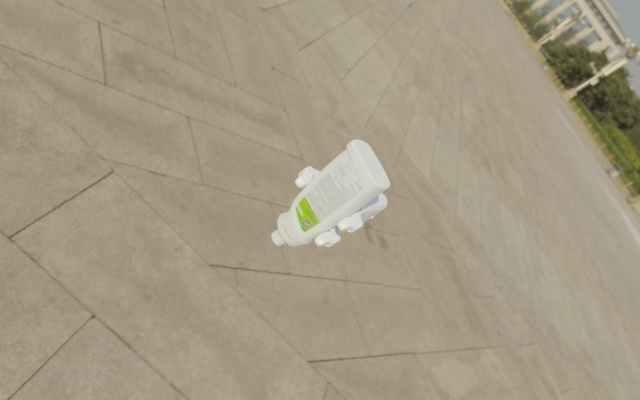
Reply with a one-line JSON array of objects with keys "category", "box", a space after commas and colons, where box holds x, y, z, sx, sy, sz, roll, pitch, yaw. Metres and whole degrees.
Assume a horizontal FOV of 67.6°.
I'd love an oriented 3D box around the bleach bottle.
[{"category": "bleach bottle", "box": [0.000, 0.003, 0.862, 0.251, 0.102, 0.068, -36, -18, 29]}]
